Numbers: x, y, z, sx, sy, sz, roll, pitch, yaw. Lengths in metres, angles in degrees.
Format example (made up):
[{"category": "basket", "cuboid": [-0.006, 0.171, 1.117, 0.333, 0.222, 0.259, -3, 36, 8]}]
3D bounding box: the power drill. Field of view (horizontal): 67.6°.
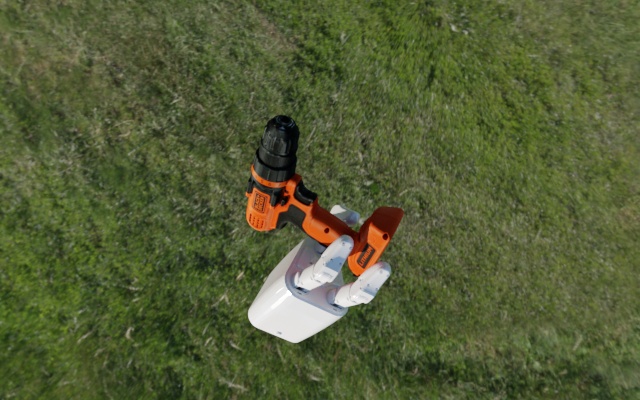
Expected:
[{"category": "power drill", "cuboid": [0.000, 0.002, 0.573, 0.187, 0.057, 0.185, 30, -39, 8]}]
